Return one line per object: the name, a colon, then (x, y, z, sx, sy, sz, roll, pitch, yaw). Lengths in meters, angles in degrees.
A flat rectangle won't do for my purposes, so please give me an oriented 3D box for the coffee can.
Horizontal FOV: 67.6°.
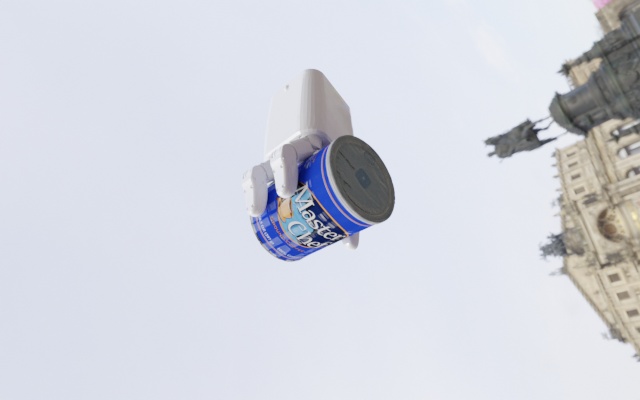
coffee can: (0.000, 0.002, 0.553, 0.103, 0.102, 0.140, 0, -22, -47)
